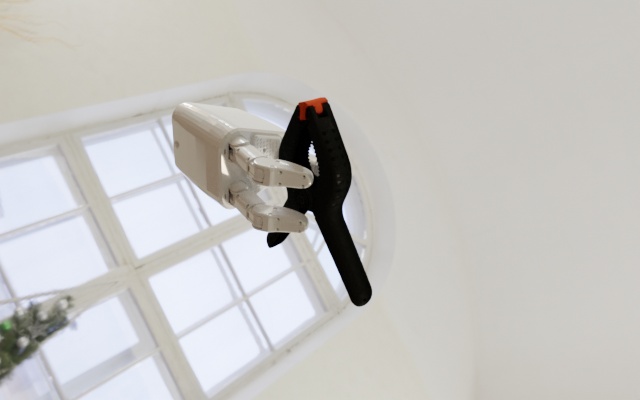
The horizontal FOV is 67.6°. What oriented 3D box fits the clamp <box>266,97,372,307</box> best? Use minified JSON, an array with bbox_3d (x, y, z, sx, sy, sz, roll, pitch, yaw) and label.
[{"bbox_3d":[0.001,0.001,0.497,0.036,0.210,0.164,-24,42,-38],"label":"clamp"}]
